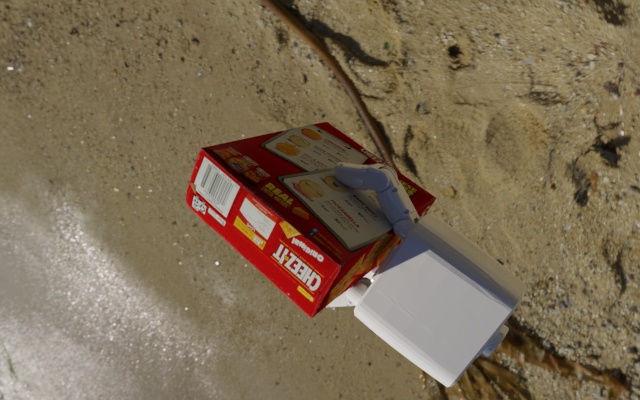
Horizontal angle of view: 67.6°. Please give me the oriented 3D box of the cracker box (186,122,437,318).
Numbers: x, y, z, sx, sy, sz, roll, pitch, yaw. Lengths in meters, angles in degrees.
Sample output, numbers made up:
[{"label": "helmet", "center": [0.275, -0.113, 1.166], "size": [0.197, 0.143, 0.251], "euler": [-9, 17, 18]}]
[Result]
[{"label": "cracker box", "center": [0.000, 0.001, 0.483], "size": [0.164, 0.072, 0.213], "euler": [38, 31, 18]}]
